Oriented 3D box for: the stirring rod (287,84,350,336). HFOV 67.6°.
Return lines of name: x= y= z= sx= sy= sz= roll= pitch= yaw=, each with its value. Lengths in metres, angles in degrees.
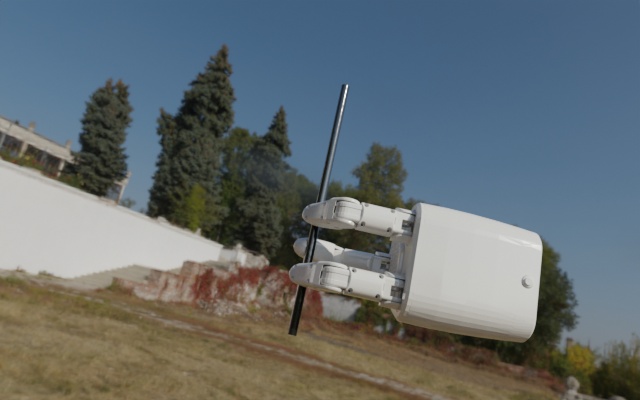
stirring rod: x=0.000 y=0.002 z=0.439 sx=0.011 sy=0.239 sz=0.011 roll=11 pitch=-15 yaw=3
